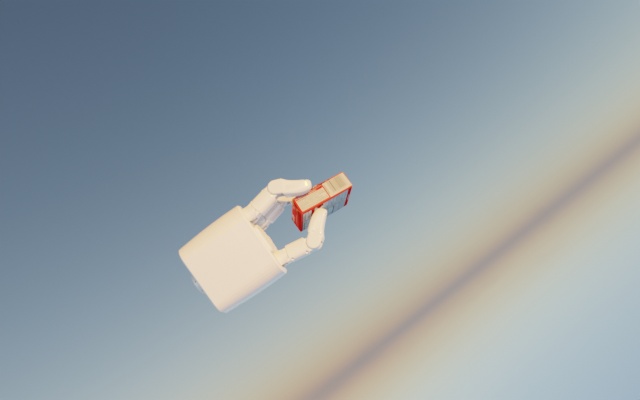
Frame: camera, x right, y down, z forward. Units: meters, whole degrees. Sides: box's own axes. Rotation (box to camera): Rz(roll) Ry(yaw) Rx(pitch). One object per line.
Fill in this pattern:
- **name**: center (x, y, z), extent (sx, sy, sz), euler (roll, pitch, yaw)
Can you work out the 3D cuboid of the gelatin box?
- **gelatin box**: center (0.001, 0.003, 0.706), extent (0.089, 0.030, 0.073), euler (-29, -18, -14)
